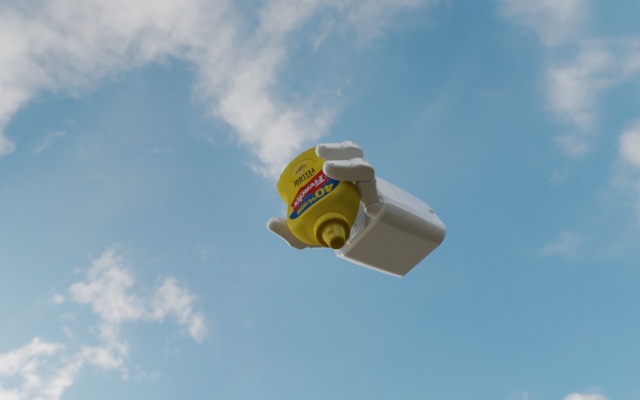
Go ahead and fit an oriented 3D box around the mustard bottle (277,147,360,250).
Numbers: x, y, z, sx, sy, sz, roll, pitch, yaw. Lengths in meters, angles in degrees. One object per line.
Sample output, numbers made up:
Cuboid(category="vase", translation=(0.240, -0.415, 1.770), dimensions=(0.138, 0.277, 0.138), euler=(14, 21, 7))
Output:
Cuboid(category="mustard bottle", translation=(0.000, 0.002, 0.594), dimensions=(0.096, 0.058, 0.191), euler=(-37, 30, 8))
